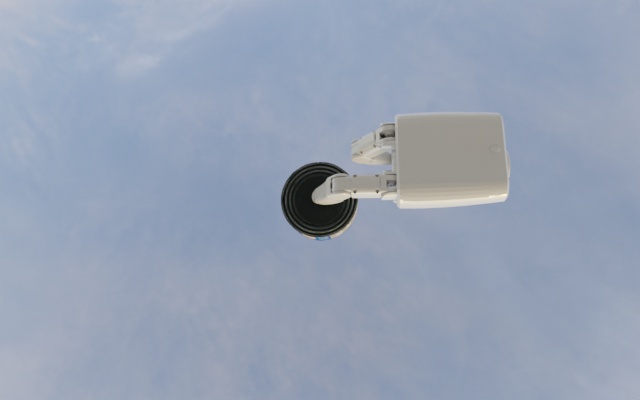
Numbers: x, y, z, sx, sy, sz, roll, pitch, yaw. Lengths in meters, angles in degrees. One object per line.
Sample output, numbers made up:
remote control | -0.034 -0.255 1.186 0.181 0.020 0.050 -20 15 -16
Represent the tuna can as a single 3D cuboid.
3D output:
tuna can | 0.000 0.002 0.543 0.086 0.086 0.034 0 -13 6
